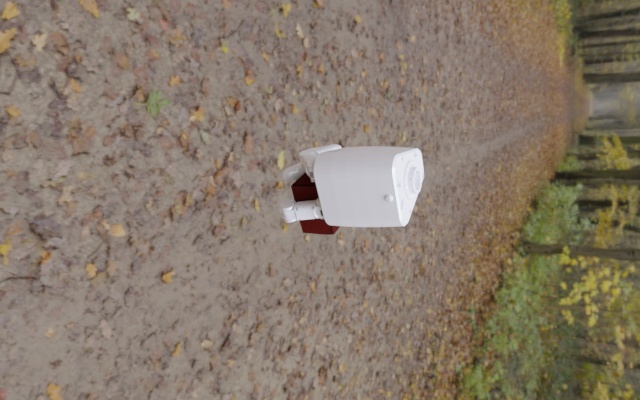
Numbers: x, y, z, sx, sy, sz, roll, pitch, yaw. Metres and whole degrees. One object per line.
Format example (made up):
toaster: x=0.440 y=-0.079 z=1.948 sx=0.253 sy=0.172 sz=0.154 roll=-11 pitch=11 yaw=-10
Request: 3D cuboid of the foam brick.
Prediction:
foam brick: x=0.000 y=0.002 z=0.668 sx=0.051 sy=0.078 sz=0.053 roll=2 pitch=29 yaw=29
